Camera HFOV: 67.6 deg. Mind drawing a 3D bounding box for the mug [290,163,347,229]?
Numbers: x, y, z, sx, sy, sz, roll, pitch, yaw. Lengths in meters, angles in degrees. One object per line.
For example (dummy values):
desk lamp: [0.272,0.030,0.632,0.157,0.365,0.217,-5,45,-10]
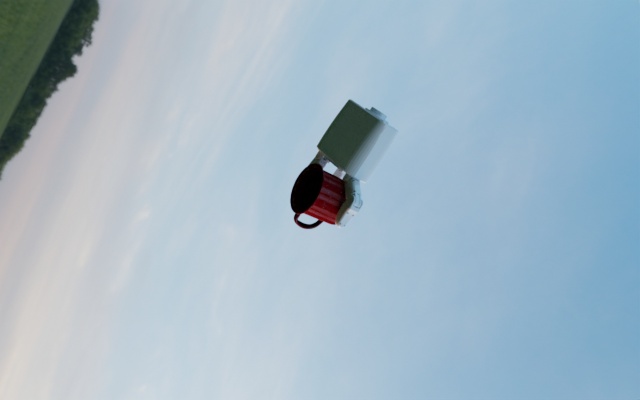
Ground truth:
mug: [0.000,0.004,0.834,0.081,0.117,0.093,24,18,-32]
